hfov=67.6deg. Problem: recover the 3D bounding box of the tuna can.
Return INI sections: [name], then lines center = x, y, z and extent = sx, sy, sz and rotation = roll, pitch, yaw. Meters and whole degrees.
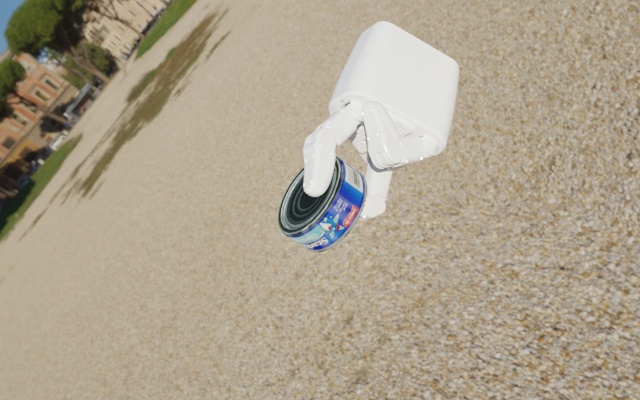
[tuna can]
center = 0.000, 0.001, 0.434
extent = 0.034, 0.086, 0.086
rotation = 34, -18, -30
